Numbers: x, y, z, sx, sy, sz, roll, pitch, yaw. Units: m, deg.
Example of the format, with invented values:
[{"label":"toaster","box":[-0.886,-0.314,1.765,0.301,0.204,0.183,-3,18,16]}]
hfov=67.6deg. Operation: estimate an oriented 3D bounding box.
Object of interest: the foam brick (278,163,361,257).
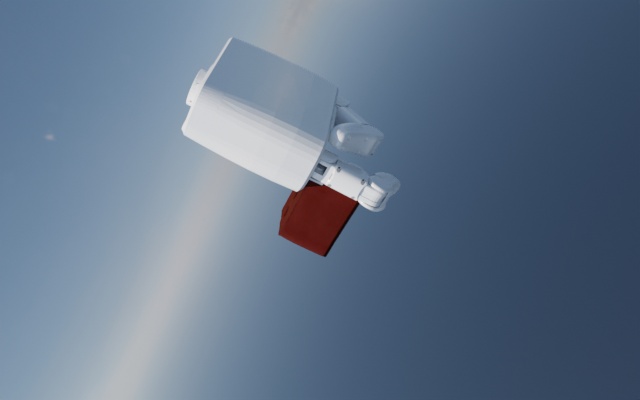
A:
[{"label":"foam brick","box":[0.000,0.002,0.448,0.051,0.078,0.053,24,26,-13]}]
